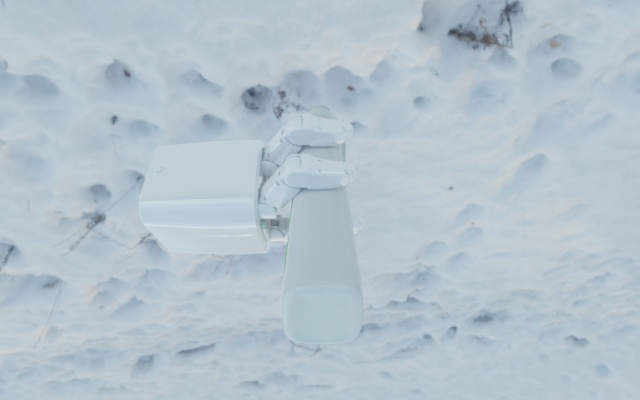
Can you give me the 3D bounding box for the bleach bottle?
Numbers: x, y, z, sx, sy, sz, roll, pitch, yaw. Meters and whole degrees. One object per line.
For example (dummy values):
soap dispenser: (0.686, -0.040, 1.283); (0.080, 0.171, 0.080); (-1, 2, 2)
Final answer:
bleach bottle: (0.000, 0.001, 0.467); (0.068, 0.250, 0.103); (-1, -42, -1)
